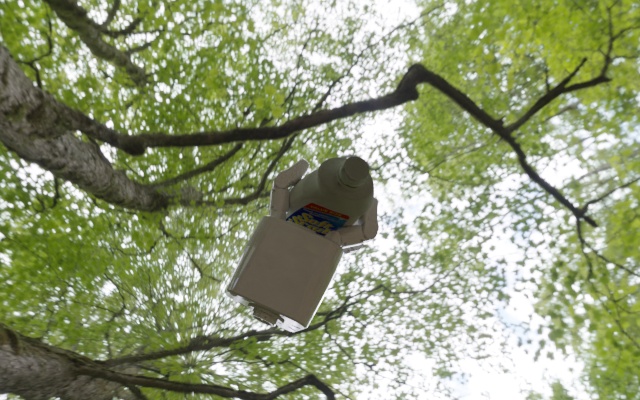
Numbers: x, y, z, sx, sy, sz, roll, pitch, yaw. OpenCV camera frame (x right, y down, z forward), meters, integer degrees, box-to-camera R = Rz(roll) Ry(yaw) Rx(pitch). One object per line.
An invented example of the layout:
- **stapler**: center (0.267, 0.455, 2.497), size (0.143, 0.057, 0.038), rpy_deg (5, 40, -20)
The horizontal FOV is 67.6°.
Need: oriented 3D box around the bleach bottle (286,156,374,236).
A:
- **bleach bottle**: center (0.000, 0.002, 0.620), size (0.102, 0.068, 0.251), rpy_deg (28, -24, -4)
